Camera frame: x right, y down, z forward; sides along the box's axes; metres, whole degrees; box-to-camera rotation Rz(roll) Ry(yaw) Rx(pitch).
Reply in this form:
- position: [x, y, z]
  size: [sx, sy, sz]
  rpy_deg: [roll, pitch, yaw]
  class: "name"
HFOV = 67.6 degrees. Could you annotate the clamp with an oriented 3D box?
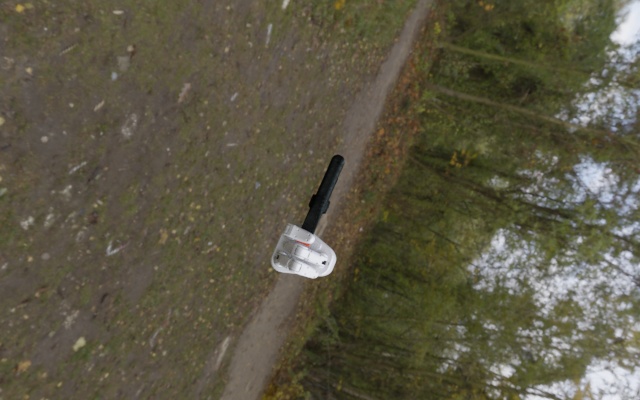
- position: [0.001, 0.003, 0.890]
  size: [0.039, 0.171, 0.120]
  rpy_deg: [25, -6, 7]
  class: "clamp"
